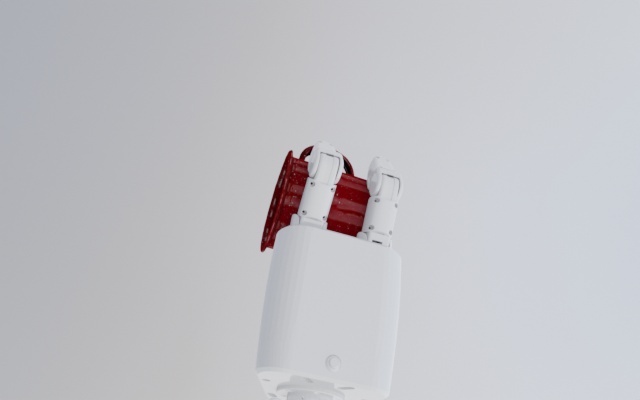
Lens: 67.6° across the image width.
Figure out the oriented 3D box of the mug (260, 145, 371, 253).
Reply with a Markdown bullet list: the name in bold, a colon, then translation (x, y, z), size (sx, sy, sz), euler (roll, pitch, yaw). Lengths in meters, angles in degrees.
- **mug**: translation (0.000, 0.000, 0.431), size (0.081, 0.117, 0.093), euler (16, -34, -10)
